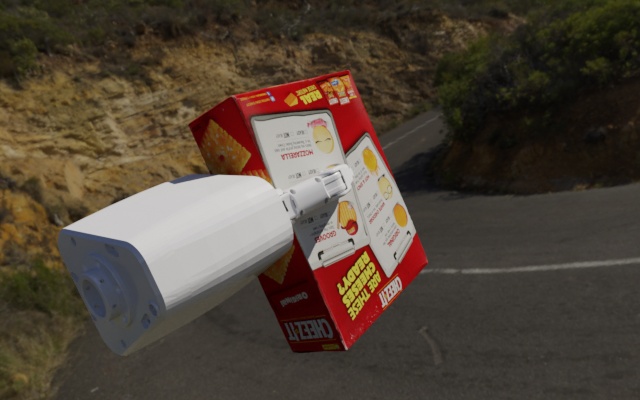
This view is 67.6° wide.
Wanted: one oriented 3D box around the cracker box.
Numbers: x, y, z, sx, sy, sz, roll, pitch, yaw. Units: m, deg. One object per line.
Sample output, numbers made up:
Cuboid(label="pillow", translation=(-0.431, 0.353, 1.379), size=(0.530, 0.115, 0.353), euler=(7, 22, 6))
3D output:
Cuboid(label="cracker box", translation=(0.000, 0.001, 0.437), size=(0.072, 0.214, 0.164), euler=(-18, 8, 40))
